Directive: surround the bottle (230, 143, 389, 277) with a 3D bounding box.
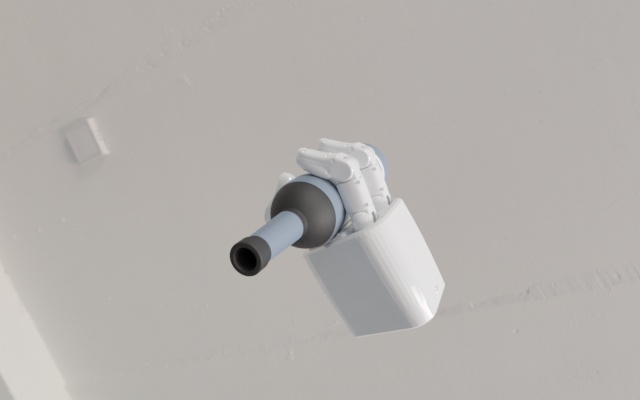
[{"bbox_3d":[0.000,0.001,0.477,0.069,0.069,0.295,0,16,23],"label":"bottle"}]
